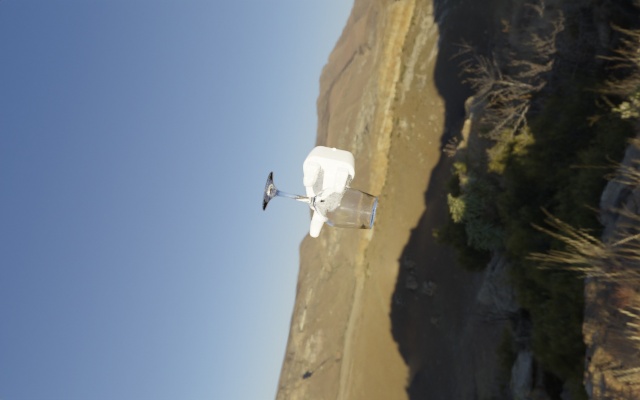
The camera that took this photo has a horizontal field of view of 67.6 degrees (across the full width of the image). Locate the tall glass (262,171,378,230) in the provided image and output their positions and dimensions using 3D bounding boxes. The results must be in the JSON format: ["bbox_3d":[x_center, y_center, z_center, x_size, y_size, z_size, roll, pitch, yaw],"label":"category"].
[{"bbox_3d":[-0.001,0.003,0.874,0.201,0.079,0.079,12,0,2],"label":"tall glass"}]
